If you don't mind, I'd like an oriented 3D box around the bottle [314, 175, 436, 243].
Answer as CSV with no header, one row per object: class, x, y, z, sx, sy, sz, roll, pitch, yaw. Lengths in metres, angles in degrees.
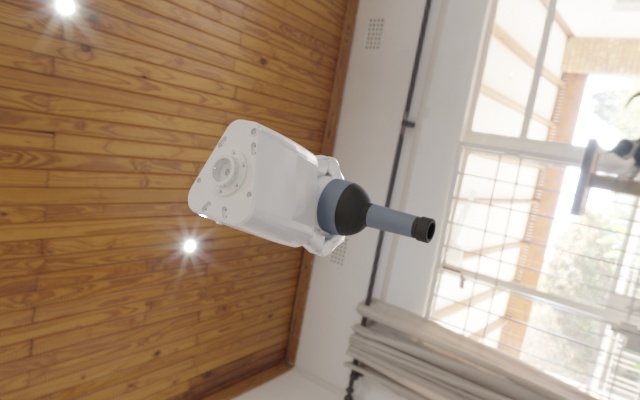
bottle,0.000,0.002,0.594,0.295,0.069,0.069,15,8,33
